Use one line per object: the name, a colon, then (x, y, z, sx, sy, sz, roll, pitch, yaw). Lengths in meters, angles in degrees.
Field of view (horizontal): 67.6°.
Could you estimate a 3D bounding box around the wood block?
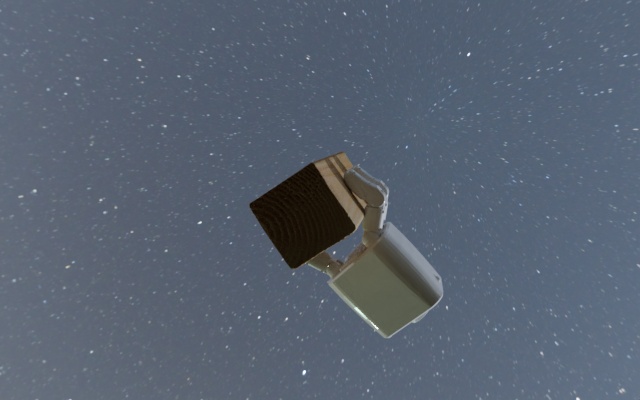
wood block: (0.000, 0.002, 0.613, 0.091, 0.090, 0.206, -33, 1, 14)
